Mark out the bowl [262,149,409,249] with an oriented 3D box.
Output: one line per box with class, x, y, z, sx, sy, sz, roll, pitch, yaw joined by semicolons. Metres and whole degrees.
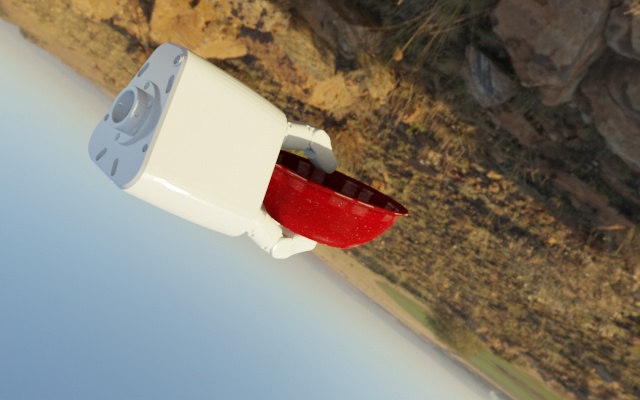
bowl;0.001;0.002;0.460;0.162;0.055;0.162;22;10;-4
